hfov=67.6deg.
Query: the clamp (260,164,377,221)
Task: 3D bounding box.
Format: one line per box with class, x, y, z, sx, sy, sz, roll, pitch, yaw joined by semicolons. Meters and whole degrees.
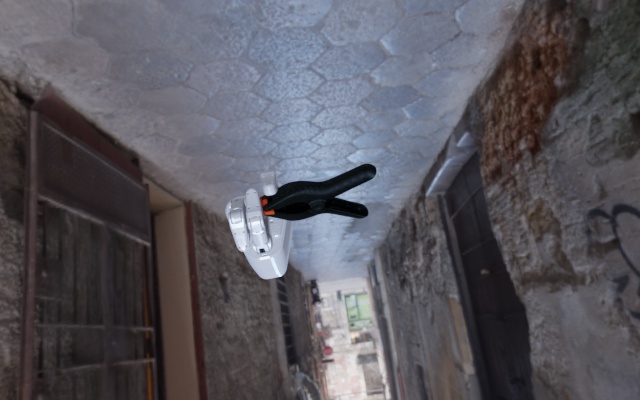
clamp;0.000;0.003;0.704;0.171;0.039;0.120;-11;-39;2
